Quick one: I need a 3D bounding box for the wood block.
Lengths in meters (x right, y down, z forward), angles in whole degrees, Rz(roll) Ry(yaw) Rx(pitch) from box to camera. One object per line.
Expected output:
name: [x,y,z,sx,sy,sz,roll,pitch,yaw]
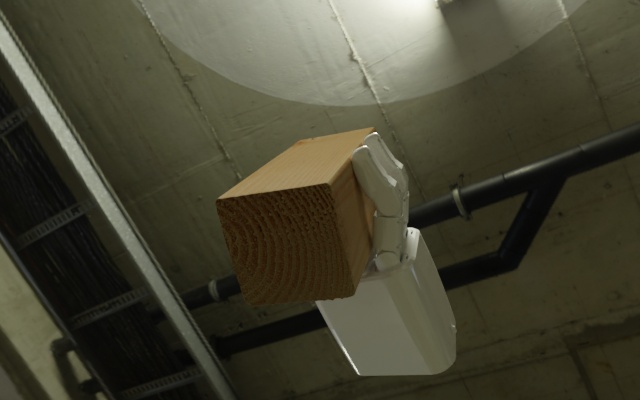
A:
wood block: [0.000,0.002,0.435,0.091,0.090,0.206,-9,16,18]
